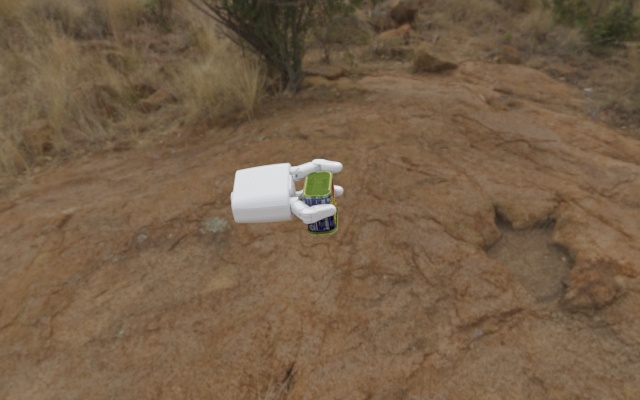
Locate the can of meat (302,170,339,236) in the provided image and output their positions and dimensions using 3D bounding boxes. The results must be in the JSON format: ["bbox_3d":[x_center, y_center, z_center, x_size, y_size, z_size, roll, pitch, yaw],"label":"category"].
[{"bbox_3d":[0.000,0.003,0.890,0.057,0.084,0.102,-5,31,7],"label":"can of meat"}]
